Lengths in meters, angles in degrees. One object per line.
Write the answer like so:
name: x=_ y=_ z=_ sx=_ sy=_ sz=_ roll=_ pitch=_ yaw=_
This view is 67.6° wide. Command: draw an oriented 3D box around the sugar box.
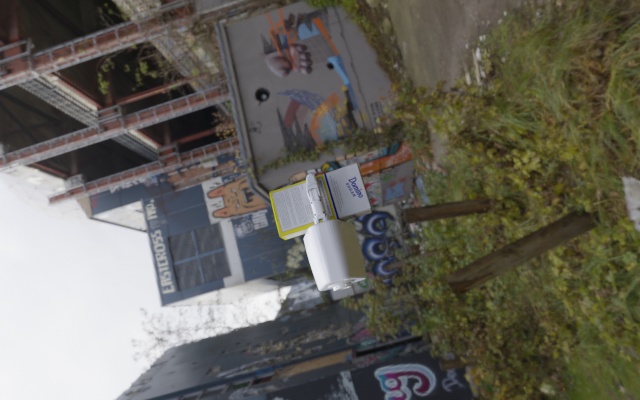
sugar box: x=0.000 y=0.003 z=0.891 sx=0.176 sy=0.093 sz=0.048 roll=-17 pitch=-15 yaw=5
